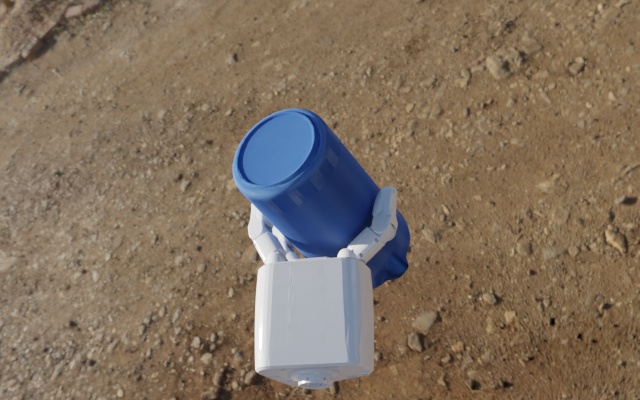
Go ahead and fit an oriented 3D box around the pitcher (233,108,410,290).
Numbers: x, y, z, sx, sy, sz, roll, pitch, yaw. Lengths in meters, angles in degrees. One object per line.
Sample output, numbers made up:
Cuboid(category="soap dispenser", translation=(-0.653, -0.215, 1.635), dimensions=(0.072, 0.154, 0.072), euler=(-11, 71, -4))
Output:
Cuboid(category="pitcher", translation=(0.000, 0.002, 0.562), dimensions=(0.149, 0.145, 0.243), euler=(-13, -34, 22))
